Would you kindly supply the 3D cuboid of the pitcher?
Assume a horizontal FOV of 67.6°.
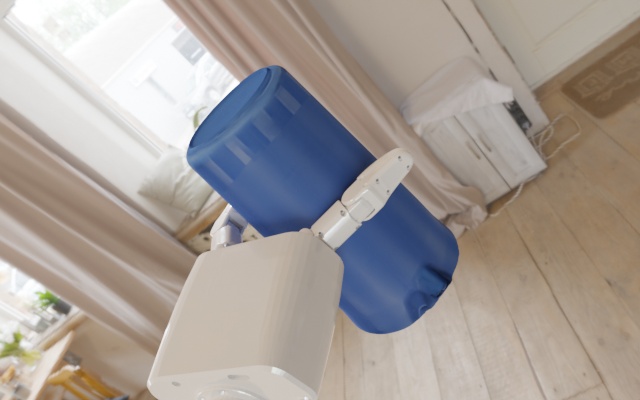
[{"bbox_3d":[0.000,0.002,0.436,0.149,0.145,0.243,-29,-59,32],"label":"pitcher"}]
